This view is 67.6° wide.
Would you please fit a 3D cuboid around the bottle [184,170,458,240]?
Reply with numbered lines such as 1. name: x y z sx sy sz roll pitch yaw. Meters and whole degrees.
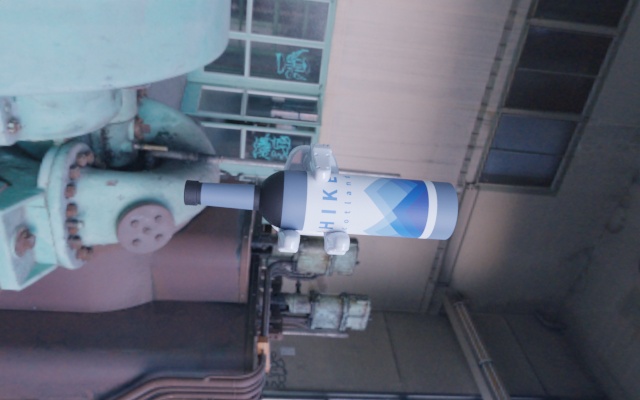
1. bottle: 0.000 0.002 0.534 0.296 0.069 0.069 4 -1 -7
